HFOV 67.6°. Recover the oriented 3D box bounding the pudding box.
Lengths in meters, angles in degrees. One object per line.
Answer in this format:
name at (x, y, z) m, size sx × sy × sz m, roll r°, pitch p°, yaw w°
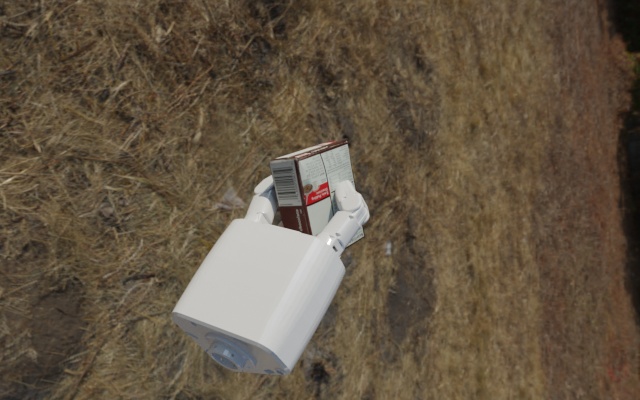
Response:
pudding box at (0.000, 0.002, 0.494) m, size 0.039 × 0.113 × 0.090 m, roll 1°, pitch 17°, yaw 38°
